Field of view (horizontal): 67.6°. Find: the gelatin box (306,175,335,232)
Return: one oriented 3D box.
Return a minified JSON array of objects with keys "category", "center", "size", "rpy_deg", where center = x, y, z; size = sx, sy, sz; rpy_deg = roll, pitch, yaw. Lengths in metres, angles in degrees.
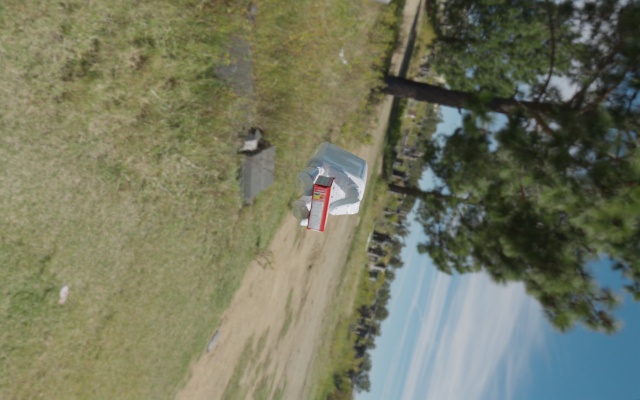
[{"category":"gelatin box","center":[0.001,0.003,0.765],"size":[0.030,0.073,0.089],"rpy_deg":[11,14,2]}]
